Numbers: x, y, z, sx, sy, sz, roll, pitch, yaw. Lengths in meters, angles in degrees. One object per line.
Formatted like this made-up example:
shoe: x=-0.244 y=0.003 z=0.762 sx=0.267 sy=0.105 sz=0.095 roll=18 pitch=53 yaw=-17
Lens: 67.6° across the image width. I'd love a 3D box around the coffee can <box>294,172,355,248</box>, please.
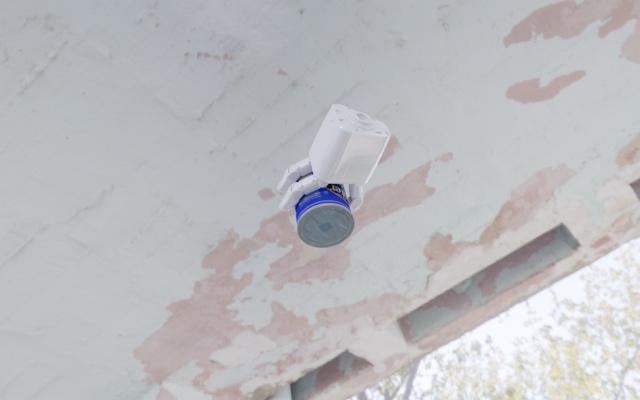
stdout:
coffee can: x=0.000 y=0.003 z=0.890 sx=0.103 sy=0.103 sz=0.140 roll=0 pitch=40 yaw=-11
